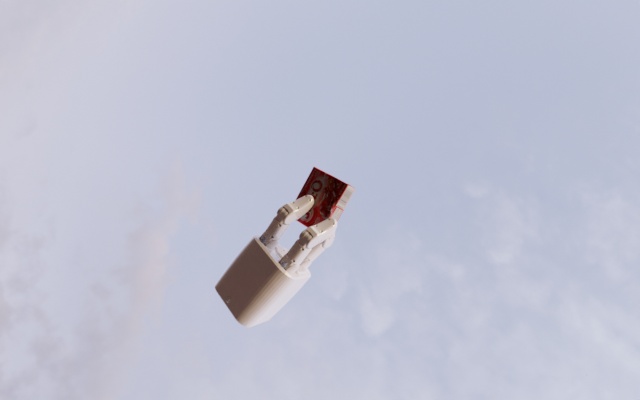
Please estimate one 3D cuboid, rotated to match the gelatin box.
[{"bbox_3d":[0.001,0.002,0.739,0.073,0.089,0.030,30,0,34],"label":"gelatin box"}]
